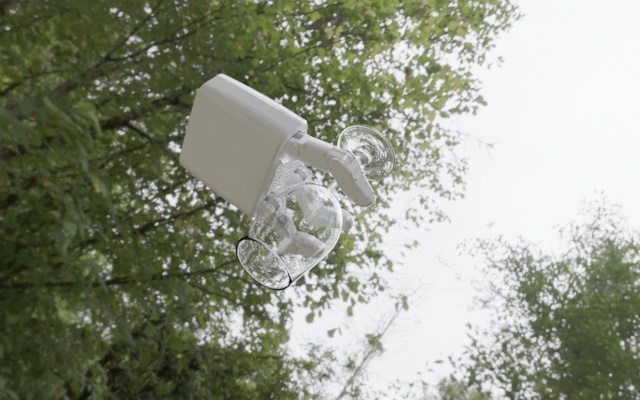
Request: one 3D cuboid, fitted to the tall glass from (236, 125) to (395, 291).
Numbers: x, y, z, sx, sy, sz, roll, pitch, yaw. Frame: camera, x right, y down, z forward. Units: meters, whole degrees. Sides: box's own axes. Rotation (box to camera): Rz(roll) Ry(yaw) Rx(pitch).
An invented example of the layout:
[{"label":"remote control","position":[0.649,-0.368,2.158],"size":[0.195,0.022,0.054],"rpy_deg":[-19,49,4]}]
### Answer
[{"label":"tall glass","position":[0.001,0.001,0.489],"size":[0.079,0.079,0.201],"rpy_deg":[0,35,40]}]
